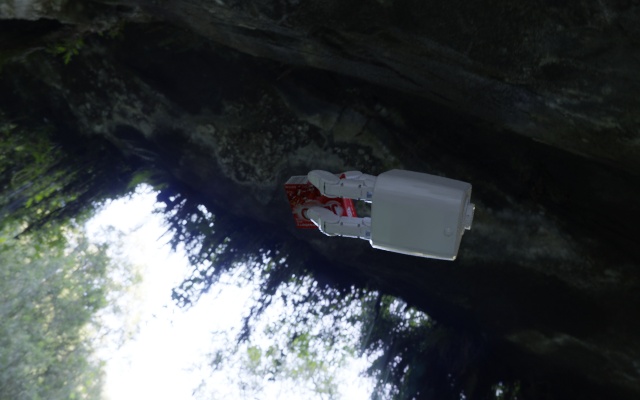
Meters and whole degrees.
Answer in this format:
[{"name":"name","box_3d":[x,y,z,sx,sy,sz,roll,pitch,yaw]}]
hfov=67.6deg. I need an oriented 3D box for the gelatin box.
[{"name":"gelatin box","box_3d":[0.000,0.002,0.669,0.089,0.073,0.030,-1,29,29]}]
